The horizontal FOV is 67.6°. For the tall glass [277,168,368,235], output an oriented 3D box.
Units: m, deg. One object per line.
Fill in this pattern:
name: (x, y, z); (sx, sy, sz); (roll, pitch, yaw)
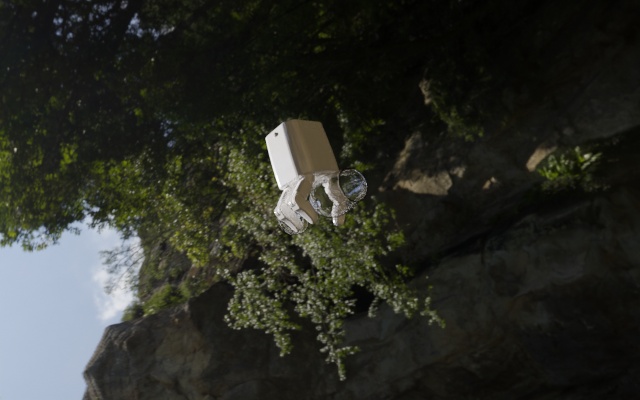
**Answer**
tall glass: (0.000, 0.003, 0.876); (0.079, 0.079, 0.201); (0, -17, -36)
